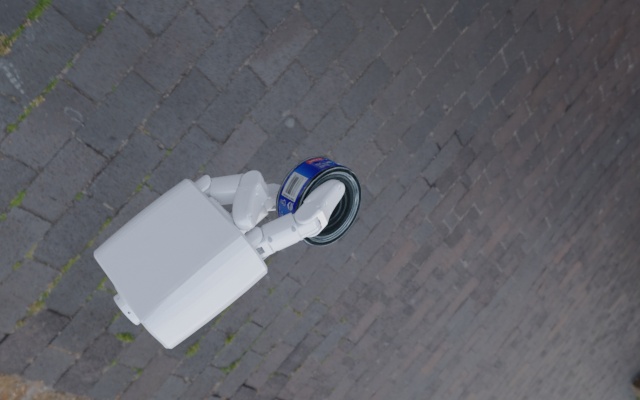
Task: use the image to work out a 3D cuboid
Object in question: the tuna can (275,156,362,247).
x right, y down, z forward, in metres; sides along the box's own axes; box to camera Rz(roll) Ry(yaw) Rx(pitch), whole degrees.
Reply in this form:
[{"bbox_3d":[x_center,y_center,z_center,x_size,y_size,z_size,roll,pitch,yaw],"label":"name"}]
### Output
[{"bbox_3d":[0.000,0.002,0.472,0.086,0.086,0.033,0,20,-42],"label":"tuna can"}]
